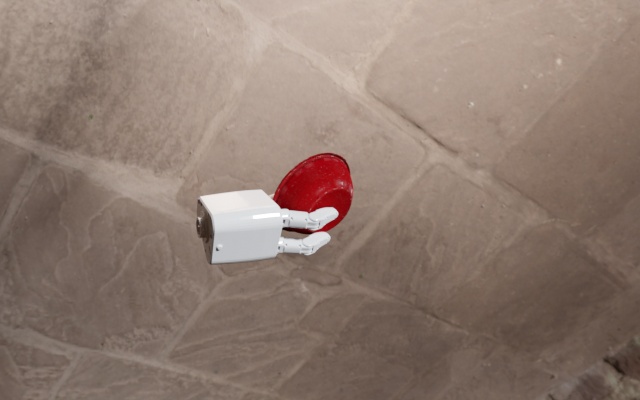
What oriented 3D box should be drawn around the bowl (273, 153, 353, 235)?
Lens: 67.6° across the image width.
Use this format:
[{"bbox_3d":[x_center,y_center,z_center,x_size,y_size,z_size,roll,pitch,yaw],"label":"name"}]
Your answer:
[{"bbox_3d":[0.001,0.002,0.799,0.162,0.162,0.055,0,34,-44],"label":"bowl"}]
